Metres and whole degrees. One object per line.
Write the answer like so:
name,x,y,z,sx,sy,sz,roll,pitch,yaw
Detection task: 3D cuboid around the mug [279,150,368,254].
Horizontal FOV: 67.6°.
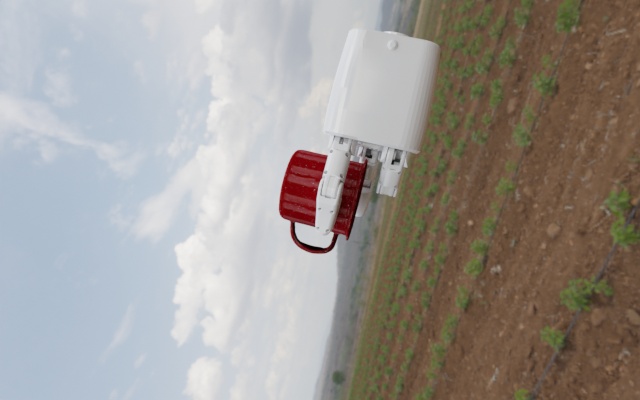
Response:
mug,0.000,0.003,0.537,0.081,0.117,0.093,14,7,6
